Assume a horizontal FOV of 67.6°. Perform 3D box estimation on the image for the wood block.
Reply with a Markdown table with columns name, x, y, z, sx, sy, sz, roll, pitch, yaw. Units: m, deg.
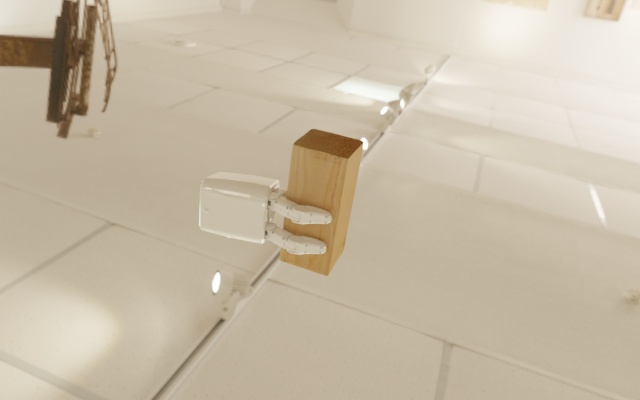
| name | x | y | z | sx | sy | sz | roll | pitch | yaw |
| --- | --- | --- | --- | --- | --- | --- | --- | --- | --- |
| wood block | 0.000 | 0.002 | 0.767 | 0.090 | 0.206 | 0.090 | 16 | 29 | 13 |
